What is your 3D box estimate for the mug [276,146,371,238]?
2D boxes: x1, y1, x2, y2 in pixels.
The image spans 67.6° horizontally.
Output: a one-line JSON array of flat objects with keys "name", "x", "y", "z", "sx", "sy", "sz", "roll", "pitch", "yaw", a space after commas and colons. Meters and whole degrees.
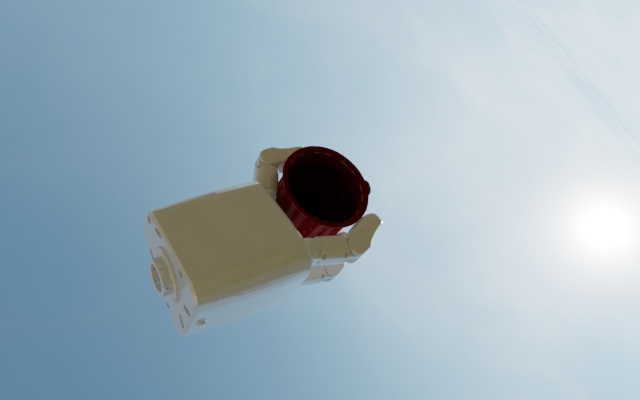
[{"name": "mug", "x": 0.001, "y": 0.001, "z": 0.505, "sx": 0.117, "sy": 0.093, "sz": 0.081, "roll": -14, "pitch": -22, "yaw": -33}]
